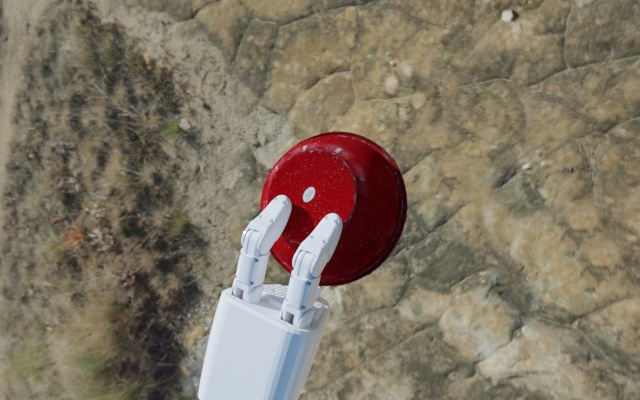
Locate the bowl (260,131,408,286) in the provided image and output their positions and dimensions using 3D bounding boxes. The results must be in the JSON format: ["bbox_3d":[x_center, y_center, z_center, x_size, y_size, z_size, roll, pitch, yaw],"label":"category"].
[{"bbox_3d":[0.000,0.000,0.468,0.162,0.162,0.055,0,-11,22],"label":"bowl"}]
